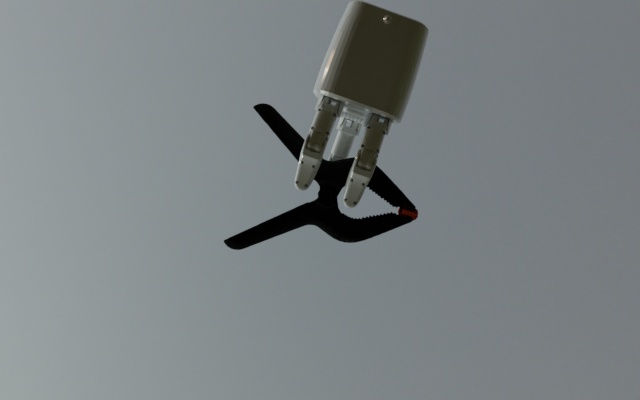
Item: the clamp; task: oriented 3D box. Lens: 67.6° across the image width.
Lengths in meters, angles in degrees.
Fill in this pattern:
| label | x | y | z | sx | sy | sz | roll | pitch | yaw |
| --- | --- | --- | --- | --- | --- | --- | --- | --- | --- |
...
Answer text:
| label | x | y | z | sx | sy | sz | roll | pitch | yaw |
| --- | --- | --- | --- | --- | --- | --- | --- | --- | --- |
| clamp | 0.001 | 0.002 | 0.533 | 0.210 | 0.164 | 0.036 | 20 | 3 | -1 |
